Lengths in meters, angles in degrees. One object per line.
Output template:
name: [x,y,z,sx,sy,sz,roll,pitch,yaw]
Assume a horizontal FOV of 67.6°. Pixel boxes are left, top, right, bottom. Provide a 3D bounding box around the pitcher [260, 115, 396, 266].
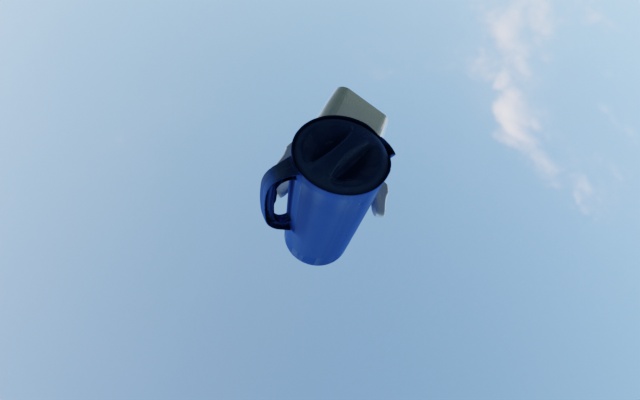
pitcher: [0.000,0.002,0.710,0.149,0.145,0.243,23,-35,5]
